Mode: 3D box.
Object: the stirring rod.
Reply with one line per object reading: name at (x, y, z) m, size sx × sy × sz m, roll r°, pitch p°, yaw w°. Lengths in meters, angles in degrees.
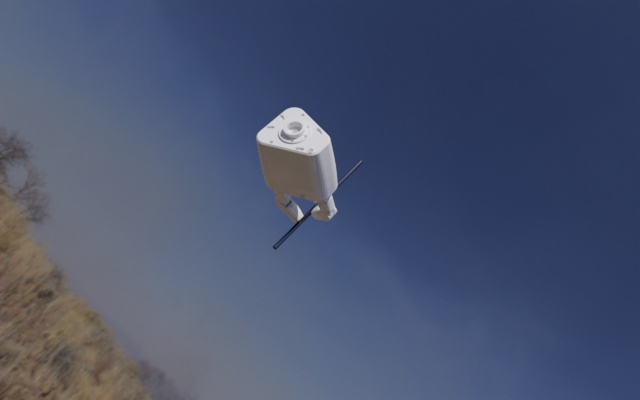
stirring rod at (0.000, 0.003, 0.848) m, size 0.239 × 0.011 × 0.011 m, roll -45°, pitch 23°, yaw -25°
